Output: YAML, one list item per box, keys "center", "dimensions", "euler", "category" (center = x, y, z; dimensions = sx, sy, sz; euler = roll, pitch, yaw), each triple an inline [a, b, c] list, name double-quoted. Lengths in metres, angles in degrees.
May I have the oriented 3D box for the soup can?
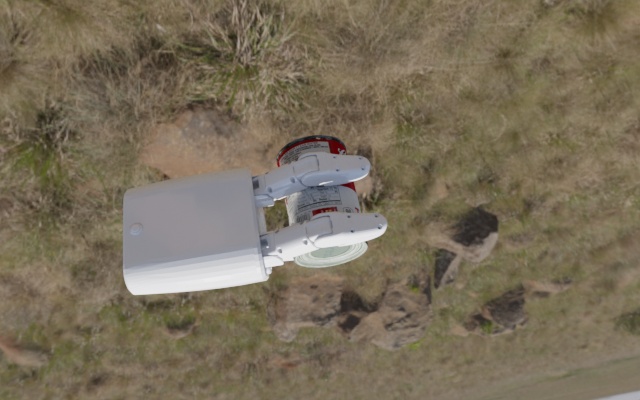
- center: [0.001, 0.002, 0.432]
  dimensions: [0.068, 0.102, 0.068]
  euler: [-9, -26, -5]
  category: "soup can"
